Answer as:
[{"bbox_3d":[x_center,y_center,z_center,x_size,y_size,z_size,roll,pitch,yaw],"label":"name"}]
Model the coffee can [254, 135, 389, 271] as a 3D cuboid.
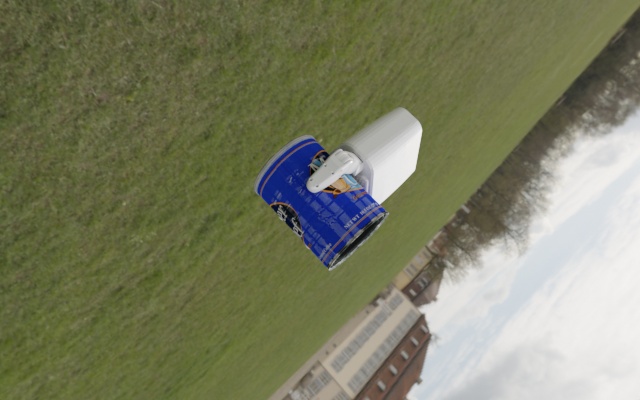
[{"bbox_3d":[0.000,0.002,0.600,0.103,0.140,0.103,-41,-13,-12],"label":"coffee can"}]
